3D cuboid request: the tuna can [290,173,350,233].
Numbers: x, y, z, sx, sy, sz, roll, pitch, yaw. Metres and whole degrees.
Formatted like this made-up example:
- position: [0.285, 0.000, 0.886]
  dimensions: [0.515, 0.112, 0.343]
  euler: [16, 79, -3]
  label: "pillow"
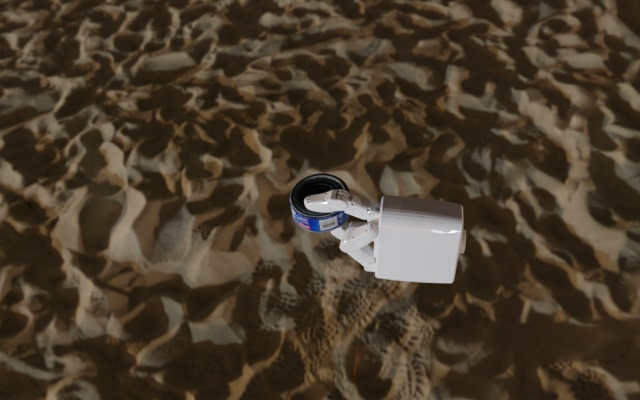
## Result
- position: [0.000, 0.002, 0.672]
  dimensions: [0.086, 0.086, 0.034]
  euler: [0, -41, 8]
  label: "tuna can"
